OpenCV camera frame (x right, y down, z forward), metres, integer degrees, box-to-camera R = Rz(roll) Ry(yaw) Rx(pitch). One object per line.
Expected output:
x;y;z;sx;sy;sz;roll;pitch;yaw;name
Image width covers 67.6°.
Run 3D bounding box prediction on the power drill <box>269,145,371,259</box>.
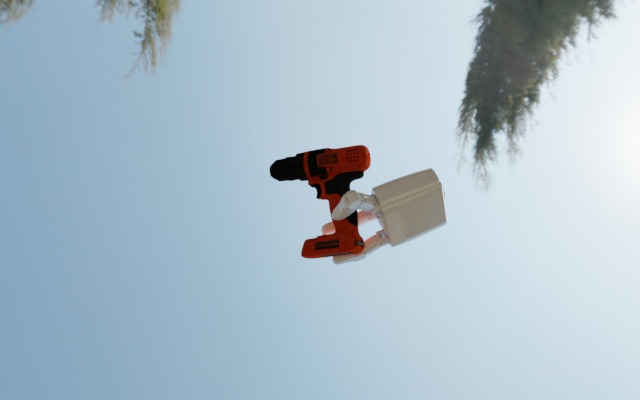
0.000;0.003;0.818;0.184;0.187;0.057;-8;-11;20;power drill
